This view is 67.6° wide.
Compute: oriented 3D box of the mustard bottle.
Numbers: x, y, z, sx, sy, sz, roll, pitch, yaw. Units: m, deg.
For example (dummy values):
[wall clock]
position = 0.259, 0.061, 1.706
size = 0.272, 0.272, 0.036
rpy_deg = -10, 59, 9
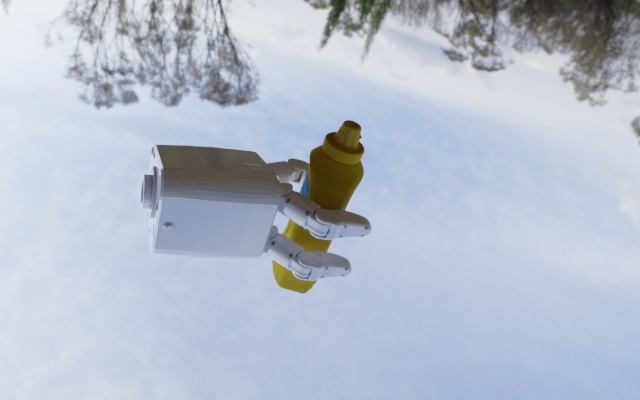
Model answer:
[mustard bottle]
position = 0.000, 0.002, 0.506
size = 0.058, 0.192, 0.096
rpy_deg = 18, 33, -5
